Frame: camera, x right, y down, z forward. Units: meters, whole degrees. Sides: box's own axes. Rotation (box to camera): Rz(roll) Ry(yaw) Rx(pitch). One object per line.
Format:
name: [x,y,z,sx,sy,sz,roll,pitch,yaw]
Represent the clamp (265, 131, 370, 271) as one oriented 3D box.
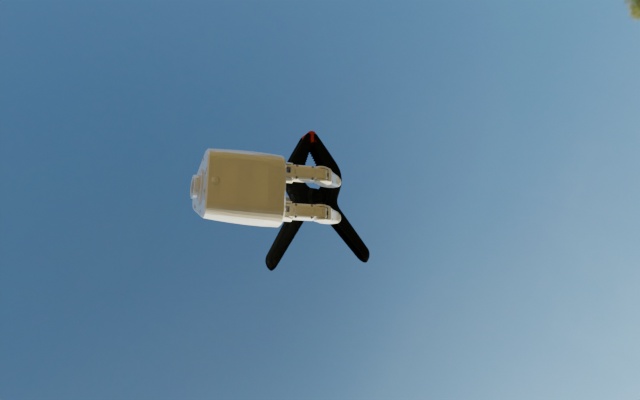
clamp: [0.000,0.002,0.716,0.164,0.210,0.036,6,-13,-25]
